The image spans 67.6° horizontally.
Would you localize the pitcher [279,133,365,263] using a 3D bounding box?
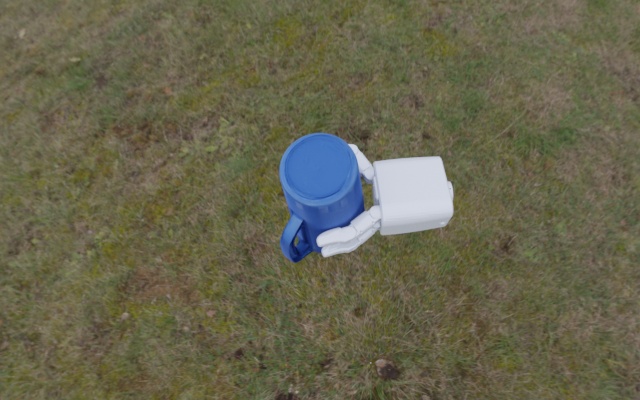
[{"bbox_3d":[0.000,0.002,0.745,0.145,0.149,0.243,-7,-19,3],"label":"pitcher"}]
